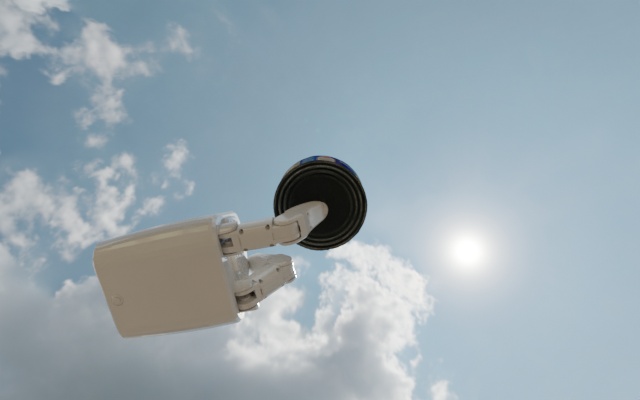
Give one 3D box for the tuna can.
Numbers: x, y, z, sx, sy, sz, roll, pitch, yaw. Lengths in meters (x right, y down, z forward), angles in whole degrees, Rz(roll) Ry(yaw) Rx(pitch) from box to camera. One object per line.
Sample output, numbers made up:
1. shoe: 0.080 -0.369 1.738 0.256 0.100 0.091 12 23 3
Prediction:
1. tuna can: 0.000 0.001 0.450 0.086 0.086 0.033 0 16 1
